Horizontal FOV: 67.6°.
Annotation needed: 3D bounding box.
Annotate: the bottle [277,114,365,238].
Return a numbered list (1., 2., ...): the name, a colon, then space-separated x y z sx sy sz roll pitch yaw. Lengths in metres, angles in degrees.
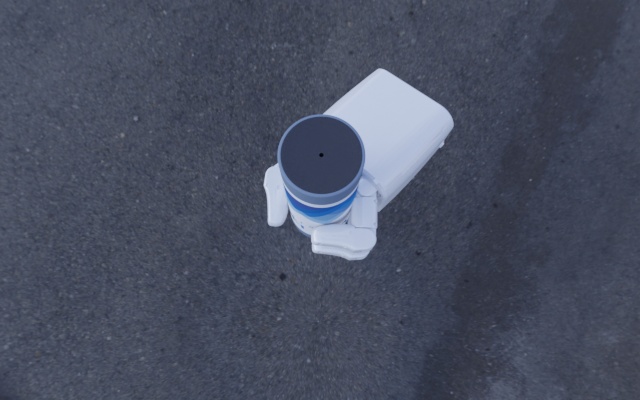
1. bottle: 0.000 0.002 0.501 0.069 0.069 0.296 0 -14 0
